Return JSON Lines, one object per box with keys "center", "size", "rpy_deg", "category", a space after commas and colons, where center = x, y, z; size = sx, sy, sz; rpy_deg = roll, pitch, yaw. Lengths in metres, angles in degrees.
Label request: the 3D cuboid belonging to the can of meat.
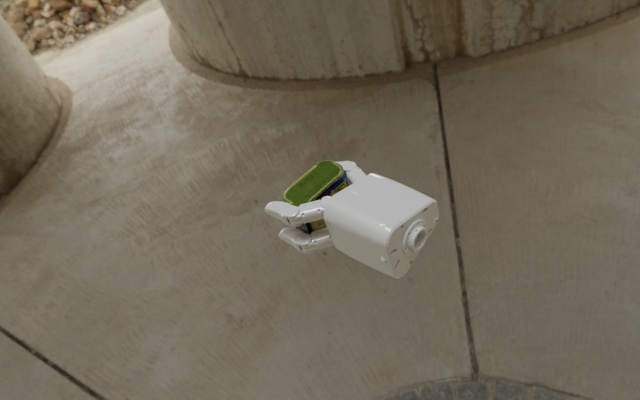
{"center": [0.000, 0.002, 0.701], "size": [0.102, 0.084, 0.057], "rpy_deg": [-42, 46, -20], "category": "can of meat"}
